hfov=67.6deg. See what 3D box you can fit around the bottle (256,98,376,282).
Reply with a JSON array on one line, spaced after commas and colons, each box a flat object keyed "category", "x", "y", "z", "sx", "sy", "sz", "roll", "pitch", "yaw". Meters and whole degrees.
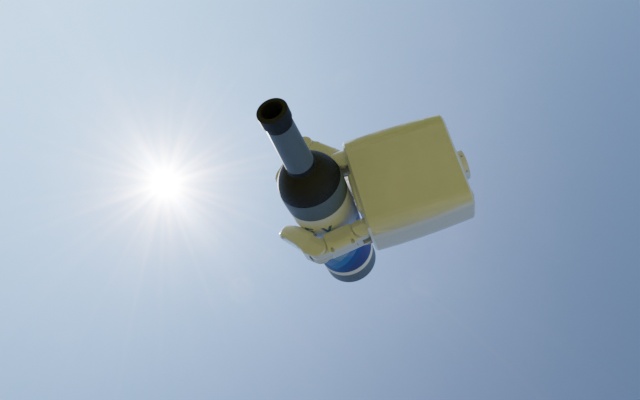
[{"category": "bottle", "x": 0.000, "y": 0.002, "z": 0.506, "sx": 0.069, "sy": 0.069, "sz": 0.296, "roll": 0, "pitch": -31, "yaw": 18}]
